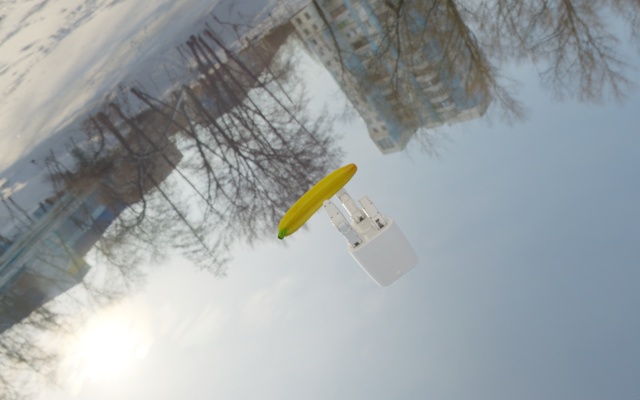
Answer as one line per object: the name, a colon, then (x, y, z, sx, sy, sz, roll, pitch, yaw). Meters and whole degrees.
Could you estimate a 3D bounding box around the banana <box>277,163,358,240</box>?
banana: (-0.011, 0.004, 0.861, 0.197, 0.037, 0.069, -45, 22, -18)
